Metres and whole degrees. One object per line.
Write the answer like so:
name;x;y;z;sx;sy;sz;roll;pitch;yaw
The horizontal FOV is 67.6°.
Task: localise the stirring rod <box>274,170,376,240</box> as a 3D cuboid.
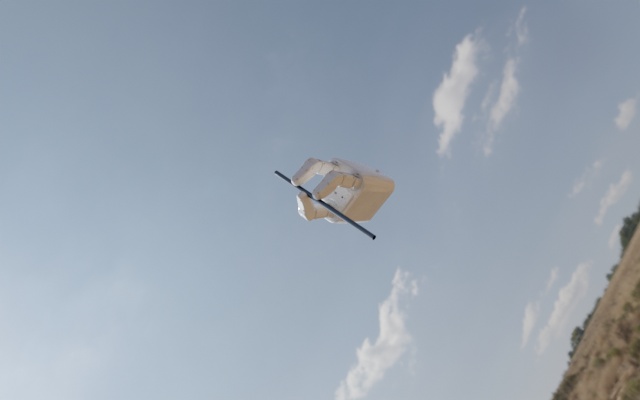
stirring rod;0.000;0.003;0.781;0.011;0.011;0.239;0;26;-48
